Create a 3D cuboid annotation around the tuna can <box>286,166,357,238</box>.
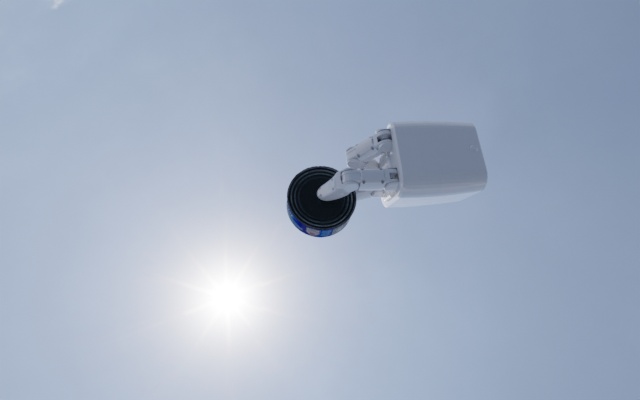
[{"bbox_3d":[0.000,0.002,0.598,0.086,0.086,0.034,0,-24,-7],"label":"tuna can"}]
